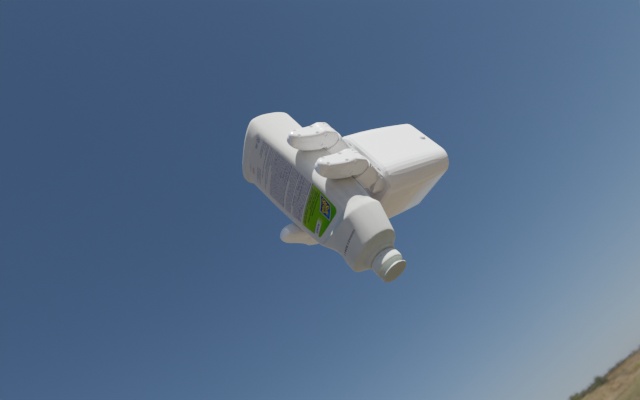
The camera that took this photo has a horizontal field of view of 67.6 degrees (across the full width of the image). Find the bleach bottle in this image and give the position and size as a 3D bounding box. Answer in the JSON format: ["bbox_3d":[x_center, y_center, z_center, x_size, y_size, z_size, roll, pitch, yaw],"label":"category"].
[{"bbox_3d":[0.000,0.002,0.538,0.068,0.103,0.250,-18,47,-32],"label":"bleach bottle"}]
